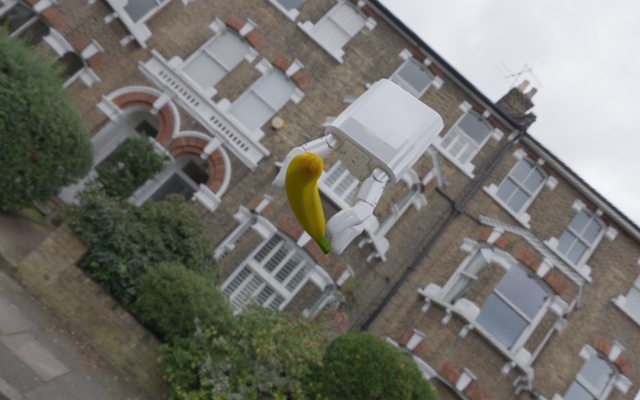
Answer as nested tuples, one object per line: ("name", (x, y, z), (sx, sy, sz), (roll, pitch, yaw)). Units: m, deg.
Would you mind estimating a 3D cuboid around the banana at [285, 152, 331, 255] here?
("banana", (-0.013, -0.007, 0.559), (0.069, 0.037, 0.198), (39, -20, 25))
